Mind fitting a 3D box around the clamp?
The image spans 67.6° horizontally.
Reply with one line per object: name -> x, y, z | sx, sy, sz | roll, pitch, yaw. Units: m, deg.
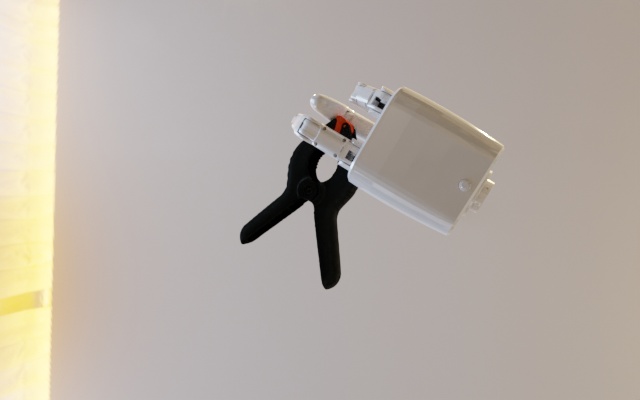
clamp -> 0.000, 0.001, 0.490 | 0.120, 0.171, 0.039 | 33, 10, 14
